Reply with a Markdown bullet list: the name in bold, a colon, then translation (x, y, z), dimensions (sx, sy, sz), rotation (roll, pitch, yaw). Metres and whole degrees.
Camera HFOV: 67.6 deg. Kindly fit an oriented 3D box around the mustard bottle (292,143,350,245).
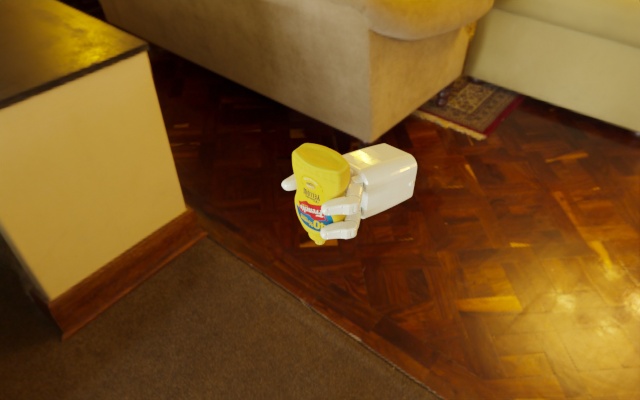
- **mustard bottle**: translation (0.000, 0.003, 0.798), dimensions (0.096, 0.192, 0.058), rotation (26, 48, 26)
